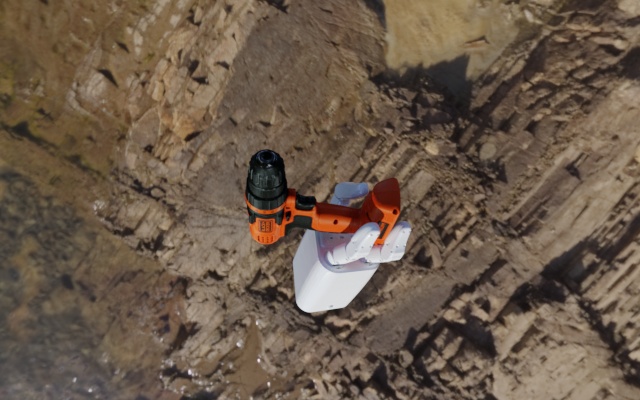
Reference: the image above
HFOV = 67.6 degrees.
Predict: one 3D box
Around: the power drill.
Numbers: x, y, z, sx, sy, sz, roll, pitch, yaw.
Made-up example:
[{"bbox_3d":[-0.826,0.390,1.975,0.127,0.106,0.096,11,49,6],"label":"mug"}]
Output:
[{"bbox_3d":[0.001,0.002,0.597,0.187,0.057,0.184,5,-29,-4],"label":"power drill"}]
